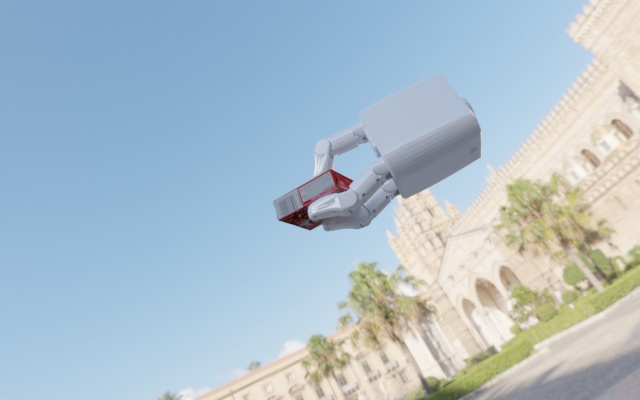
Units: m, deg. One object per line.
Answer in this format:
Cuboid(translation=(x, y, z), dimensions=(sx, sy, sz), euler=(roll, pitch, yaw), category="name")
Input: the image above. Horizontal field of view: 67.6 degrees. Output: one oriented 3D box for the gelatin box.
Cuboid(translation=(0.000, 0.002, 0.577), dimensions=(0.089, 0.030, 0.073), euler=(-28, -25, 22), category="gelatin box")
